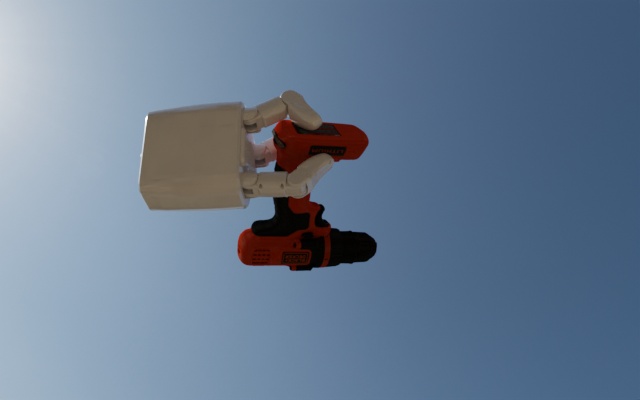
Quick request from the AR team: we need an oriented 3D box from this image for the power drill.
[{"bbox_3d":[0.000,0.001,0.577,0.184,0.188,0.057,1,28,-21],"label":"power drill"}]
